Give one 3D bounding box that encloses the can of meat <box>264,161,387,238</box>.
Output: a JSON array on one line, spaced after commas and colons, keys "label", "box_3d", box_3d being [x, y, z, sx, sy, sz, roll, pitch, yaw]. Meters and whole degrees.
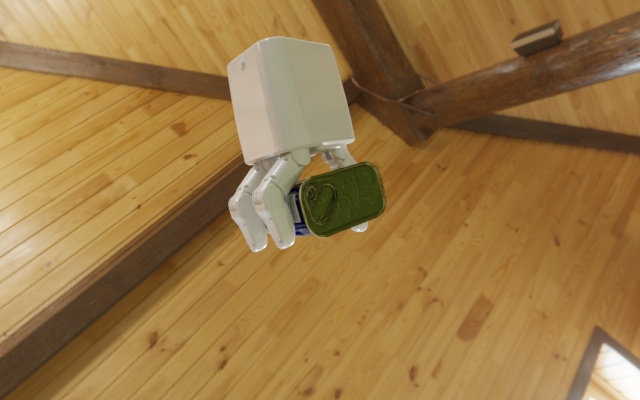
[{"label": "can of meat", "box_3d": [0.000, 0.002, 0.482, 0.102, 0.057, 0.084, -19, 6, -36]}]
